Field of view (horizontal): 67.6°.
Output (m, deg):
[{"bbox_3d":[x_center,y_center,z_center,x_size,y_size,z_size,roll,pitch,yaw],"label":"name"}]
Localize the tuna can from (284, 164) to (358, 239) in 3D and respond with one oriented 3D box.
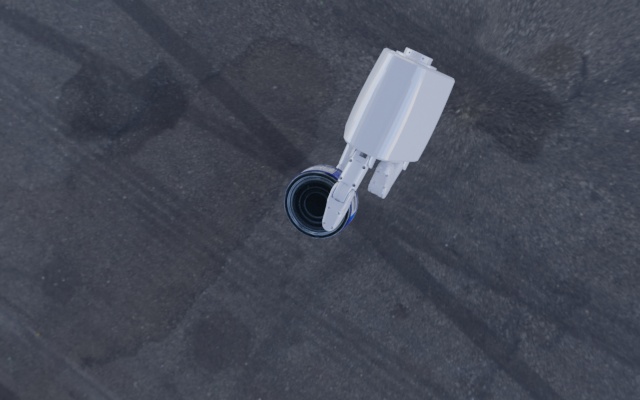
[{"bbox_3d":[0.000,0.002,0.574,0.086,0.086,0.033,0,16,19],"label":"tuna can"}]
